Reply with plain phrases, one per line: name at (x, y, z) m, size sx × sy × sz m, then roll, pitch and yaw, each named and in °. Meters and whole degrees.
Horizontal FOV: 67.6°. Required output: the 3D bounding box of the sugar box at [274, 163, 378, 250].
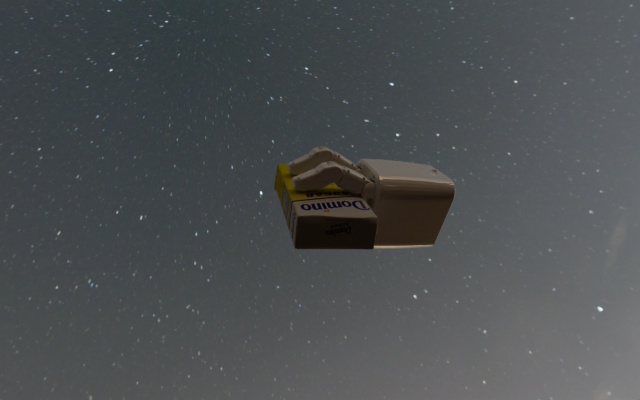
sugar box at (0.000, 0.001, 0.591) m, size 0.093 × 0.048 × 0.176 m, roll 2°, pitch 20°, yaw -14°
